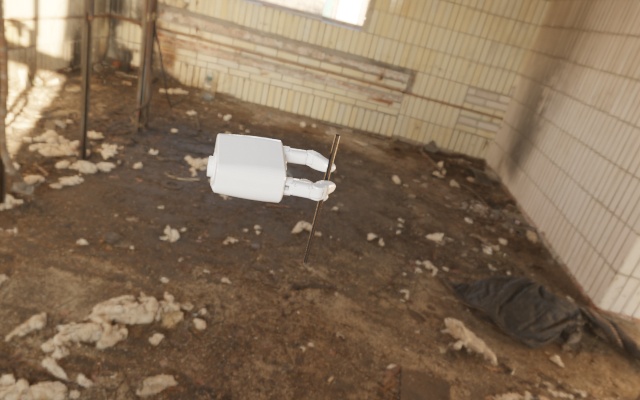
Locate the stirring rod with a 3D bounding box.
[{"bbox_3d":[0.000,0.003,0.811,0.011,0.240,0.011,12,23,-5],"label":"stirring rod"}]
